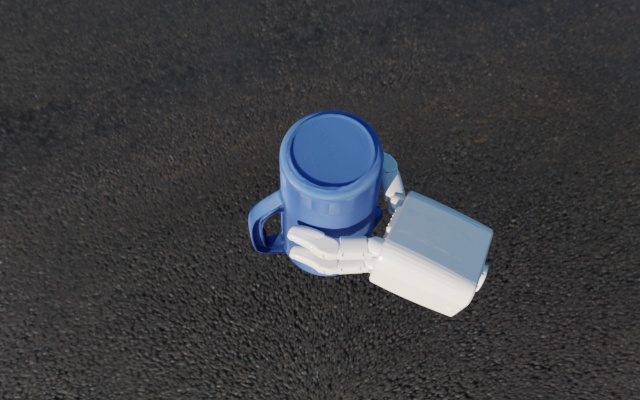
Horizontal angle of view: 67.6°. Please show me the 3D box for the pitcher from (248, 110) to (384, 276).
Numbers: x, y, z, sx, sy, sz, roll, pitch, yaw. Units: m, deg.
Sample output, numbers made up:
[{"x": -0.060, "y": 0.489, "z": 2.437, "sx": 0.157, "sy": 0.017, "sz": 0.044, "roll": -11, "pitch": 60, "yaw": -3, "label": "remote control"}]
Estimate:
[{"x": 0.000, "y": 0.002, "z": 0.590, "sx": 0.145, "sy": 0.149, "sz": 0.243, "roll": 27, "pitch": -22, "yaw": 11, "label": "pitcher"}]
